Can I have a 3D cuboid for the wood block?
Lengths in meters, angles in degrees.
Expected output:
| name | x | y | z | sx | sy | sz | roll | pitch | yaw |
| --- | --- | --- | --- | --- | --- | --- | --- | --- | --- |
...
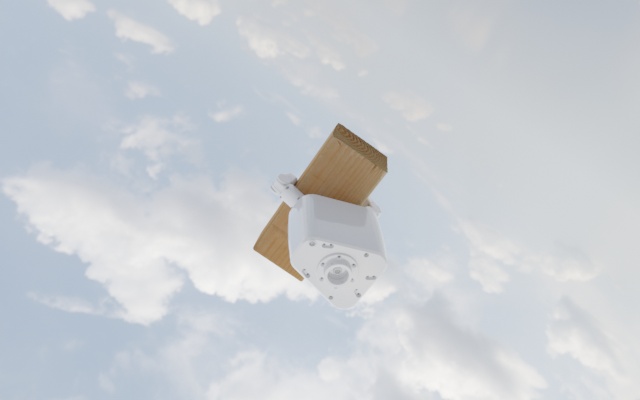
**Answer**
| name | x | y | z | sx | sy | sz | roll | pitch | yaw |
| --- | --- | --- | --- | --- | --- | --- | --- | --- | --- |
| wood block | 0.000 | 0.002 | 0.694 | 0.091 | 0.206 | 0.090 | 35 | 20 | -5 |
